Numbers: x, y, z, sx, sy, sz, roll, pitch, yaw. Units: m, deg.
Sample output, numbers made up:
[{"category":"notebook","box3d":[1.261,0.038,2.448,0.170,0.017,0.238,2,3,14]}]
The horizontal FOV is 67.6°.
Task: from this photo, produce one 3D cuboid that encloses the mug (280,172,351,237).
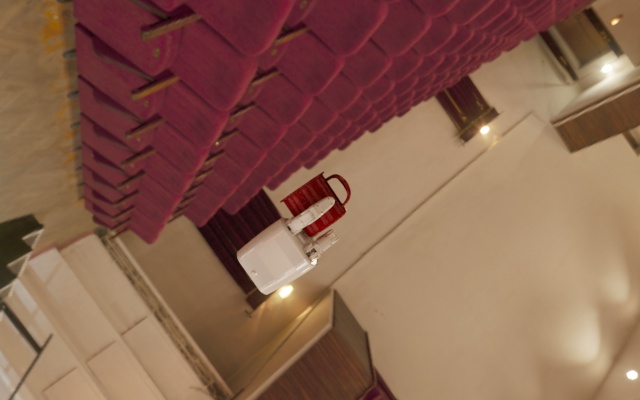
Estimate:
[{"category":"mug","box3d":[0.001,0.002,0.822,0.117,0.081,0.093,-34,2,16]}]
